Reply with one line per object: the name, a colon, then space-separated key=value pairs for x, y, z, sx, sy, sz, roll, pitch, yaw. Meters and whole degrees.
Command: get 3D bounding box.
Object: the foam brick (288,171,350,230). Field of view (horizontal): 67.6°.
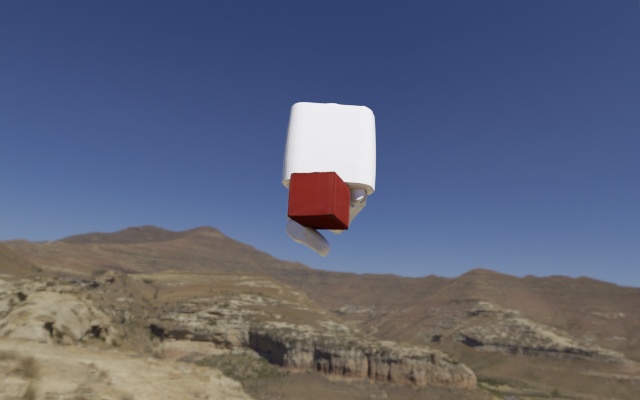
foam brick: x=0.000 y=0.002 z=0.547 sx=0.053 sy=0.051 sz=0.078 roll=0 pitch=-14 yaw=16
